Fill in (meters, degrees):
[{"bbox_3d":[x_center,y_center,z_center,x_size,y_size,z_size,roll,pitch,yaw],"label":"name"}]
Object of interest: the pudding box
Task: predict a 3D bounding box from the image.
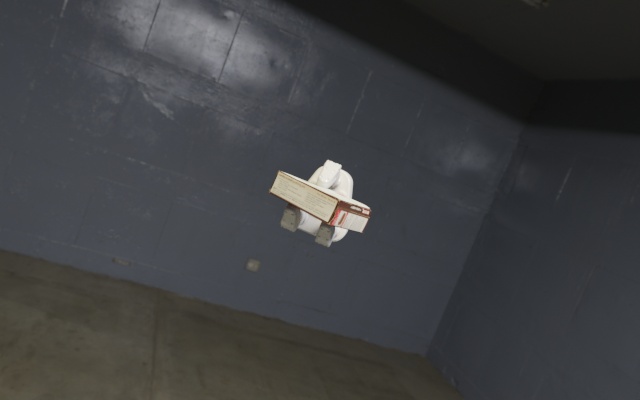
[{"bbox_3d":[0.000,0.002,0.648,0.113,0.039,0.090,25,5,35],"label":"pudding box"}]
